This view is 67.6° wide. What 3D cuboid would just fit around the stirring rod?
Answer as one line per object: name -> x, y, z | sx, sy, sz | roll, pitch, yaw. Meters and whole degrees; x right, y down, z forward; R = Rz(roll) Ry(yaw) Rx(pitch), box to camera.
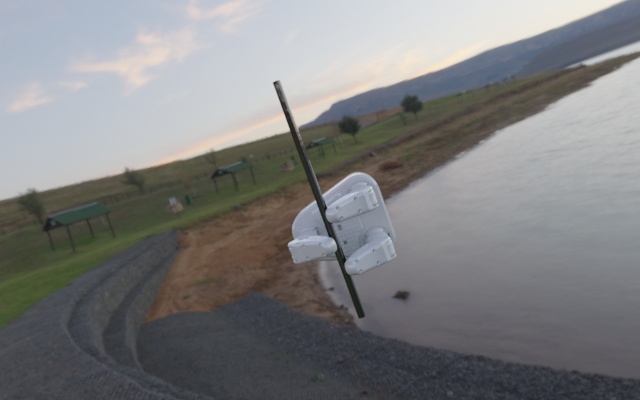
stirring rod -> 0.000, 0.002, 0.457 | 0.011, 0.239, 0.011 | -20, 6, 2
